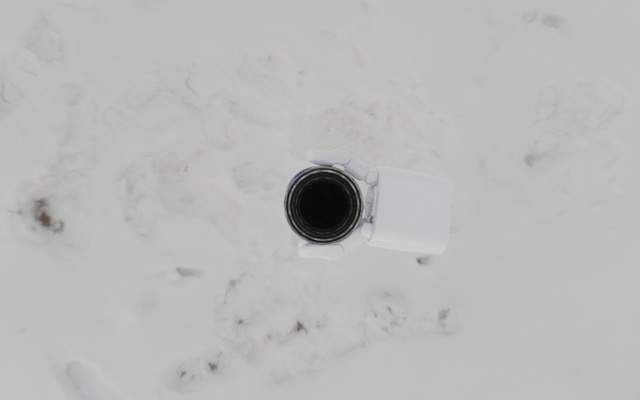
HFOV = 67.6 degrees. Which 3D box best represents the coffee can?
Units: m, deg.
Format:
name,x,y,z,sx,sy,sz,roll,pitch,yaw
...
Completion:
name,x,y,z,sx,sy,sz,roll,pitch,yaw
coffee can,0.000,0.002,0.675,0.103,0.103,0.140,0,4,-3
